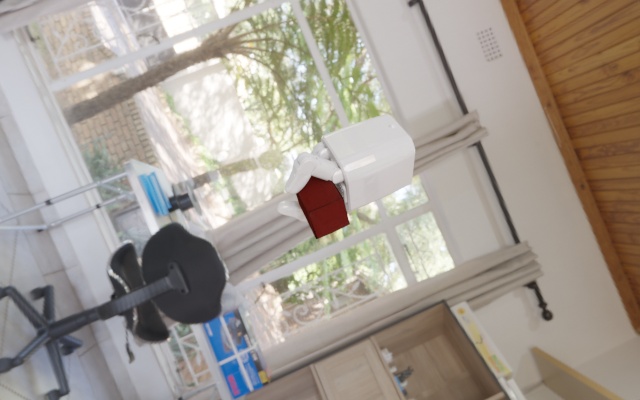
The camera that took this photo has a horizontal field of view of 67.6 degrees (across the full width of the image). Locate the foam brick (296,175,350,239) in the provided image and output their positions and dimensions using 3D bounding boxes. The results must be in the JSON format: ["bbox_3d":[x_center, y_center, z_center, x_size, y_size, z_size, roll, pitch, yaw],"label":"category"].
[{"bbox_3d":[0.000,0.002,0.650,0.051,0.053,0.078,-21,43,-7],"label":"foam brick"}]
